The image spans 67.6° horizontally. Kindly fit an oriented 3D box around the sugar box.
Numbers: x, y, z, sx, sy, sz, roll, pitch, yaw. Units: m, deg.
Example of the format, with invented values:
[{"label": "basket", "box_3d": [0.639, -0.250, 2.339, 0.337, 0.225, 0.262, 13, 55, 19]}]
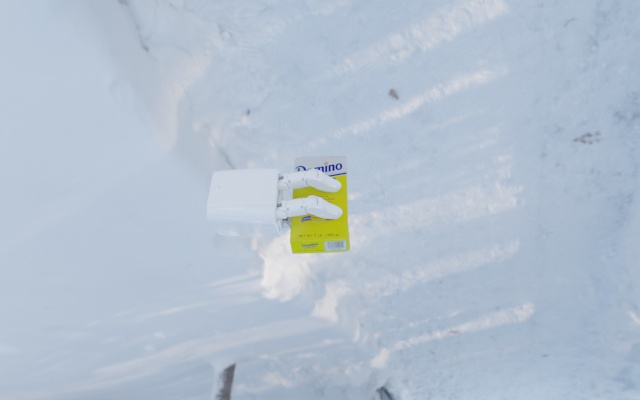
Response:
[{"label": "sugar box", "box_3d": [0.000, 0.002, 0.789, 0.093, 0.176, 0.048, -2, -36, 2]}]
